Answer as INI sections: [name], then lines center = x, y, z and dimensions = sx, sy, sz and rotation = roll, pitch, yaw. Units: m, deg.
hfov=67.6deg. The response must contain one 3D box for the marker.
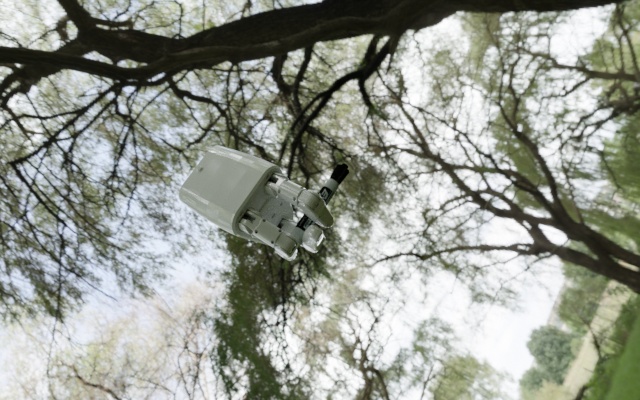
[marker]
center = 0.000, 0.002, 0.600
dimensions = 0.020, 0.121, 0.020
rotation = 31, -17, 11
